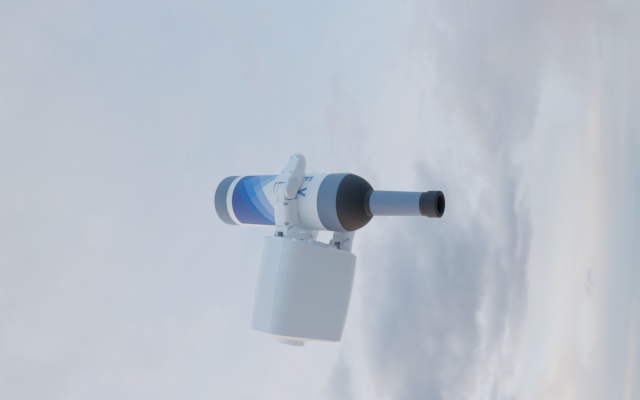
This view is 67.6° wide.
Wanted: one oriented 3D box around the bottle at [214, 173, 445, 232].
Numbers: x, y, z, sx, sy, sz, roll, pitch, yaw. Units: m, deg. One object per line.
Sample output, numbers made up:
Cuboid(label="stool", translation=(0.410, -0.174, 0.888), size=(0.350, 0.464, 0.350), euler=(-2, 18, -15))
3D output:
Cuboid(label="bottle", translation=(0.000, 0.002, 0.559), size=(0.295, 0.069, 0.069), euler=(1, 0, 36))
